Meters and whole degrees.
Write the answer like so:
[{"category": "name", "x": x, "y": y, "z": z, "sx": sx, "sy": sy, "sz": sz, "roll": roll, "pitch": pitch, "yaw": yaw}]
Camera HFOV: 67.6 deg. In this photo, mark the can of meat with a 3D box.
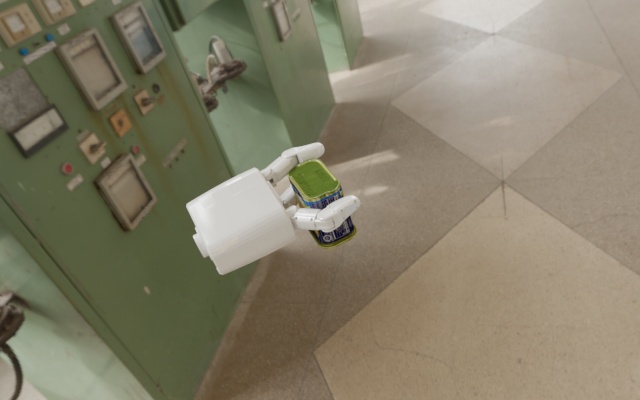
[{"category": "can of meat", "x": 0.000, "y": 0.002, "z": 0.647, "sx": 0.057, "sy": 0.084, "sz": 0.102, "roll": -26, "pitch": 35, "yaw": -9}]
